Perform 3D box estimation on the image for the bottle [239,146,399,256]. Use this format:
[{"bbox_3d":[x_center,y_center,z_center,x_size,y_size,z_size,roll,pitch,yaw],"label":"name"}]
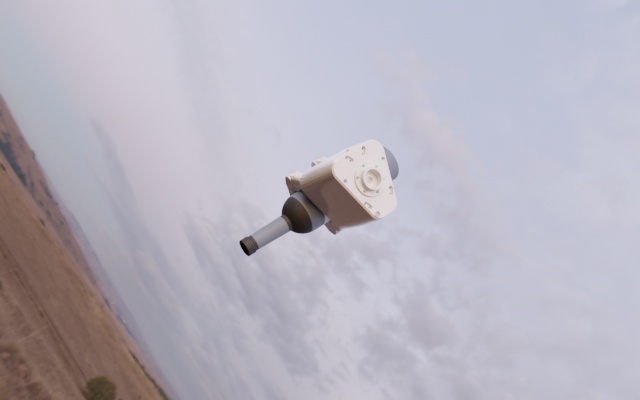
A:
[{"bbox_3d":[0.000,0.002,0.770,0.295,0.069,0.069,-31,15,-26],"label":"bottle"}]
